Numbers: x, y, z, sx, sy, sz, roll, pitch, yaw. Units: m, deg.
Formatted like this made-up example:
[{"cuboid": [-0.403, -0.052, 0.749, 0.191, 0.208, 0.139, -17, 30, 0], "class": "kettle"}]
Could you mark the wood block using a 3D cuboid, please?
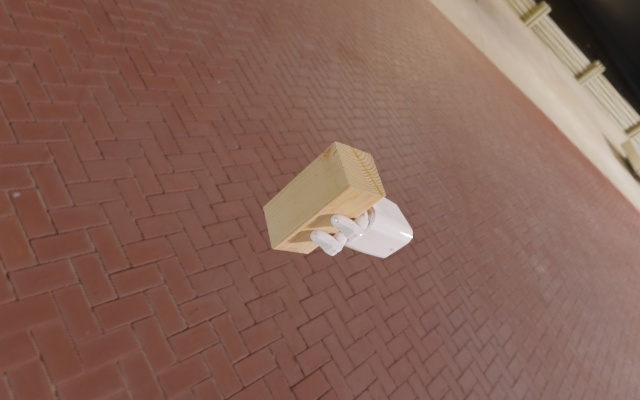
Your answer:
[{"cuboid": [0.000, 0.002, 0.827, 0.090, 0.090, 0.206, 13, -41, -40], "class": "wood block"}]
